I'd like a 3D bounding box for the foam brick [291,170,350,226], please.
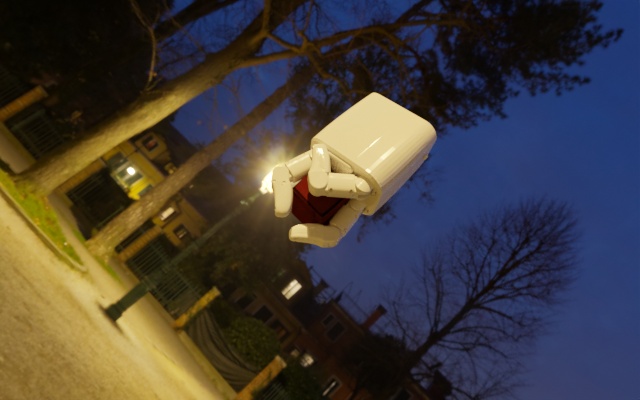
[{"bbox_3d":[0.000,0.002,0.586,0.051,0.053,0.078,-42,-14,-18],"label":"foam brick"}]
